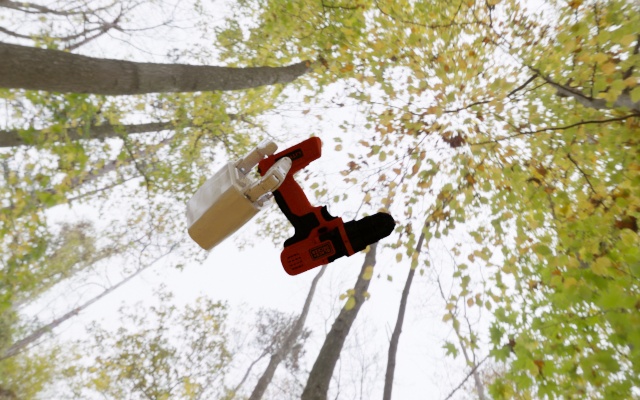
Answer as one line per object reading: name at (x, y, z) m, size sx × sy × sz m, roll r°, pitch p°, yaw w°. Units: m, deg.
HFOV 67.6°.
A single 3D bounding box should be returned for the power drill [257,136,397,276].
power drill at (0.000, 0.002, 0.722) m, size 0.184 × 0.187 × 0.057 m, roll -23°, pitch -1°, yaw 3°
